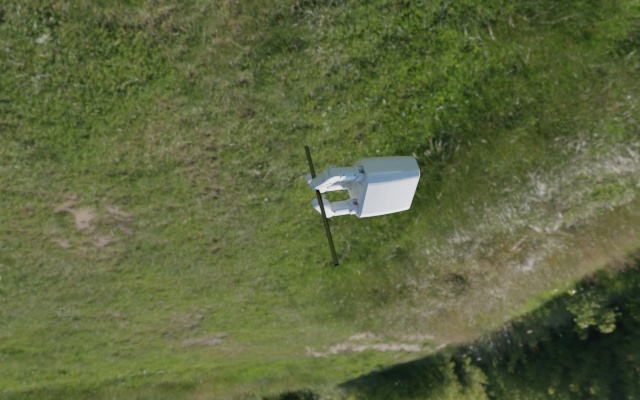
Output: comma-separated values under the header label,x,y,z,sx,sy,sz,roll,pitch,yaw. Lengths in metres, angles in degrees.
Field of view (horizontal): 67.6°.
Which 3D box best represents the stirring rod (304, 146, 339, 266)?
label,x,y,z,sx,sy,sz,roll,pitch,yaw
stirring rod,0.000,0.003,0.841,0.011,0.239,0.011,-11,-27,-6
